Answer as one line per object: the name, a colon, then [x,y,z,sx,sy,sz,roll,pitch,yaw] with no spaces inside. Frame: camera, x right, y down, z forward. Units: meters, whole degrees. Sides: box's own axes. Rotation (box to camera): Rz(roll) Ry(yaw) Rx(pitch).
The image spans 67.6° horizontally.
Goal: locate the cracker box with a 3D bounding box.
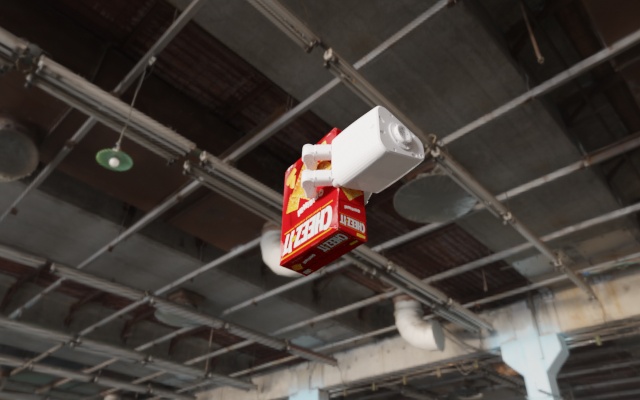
cracker box: [0.000,0.003,0.850,0.072,0.213,0.164,25,-42,-29]
